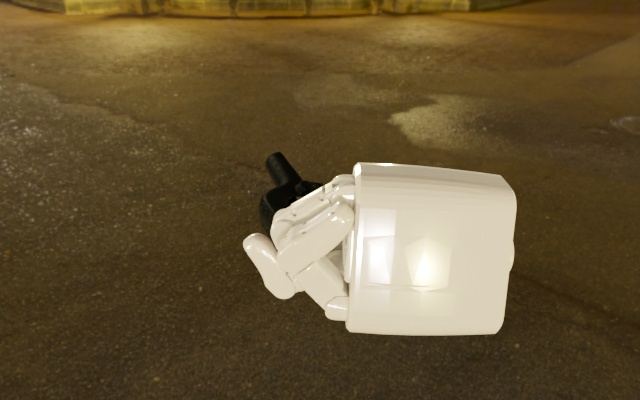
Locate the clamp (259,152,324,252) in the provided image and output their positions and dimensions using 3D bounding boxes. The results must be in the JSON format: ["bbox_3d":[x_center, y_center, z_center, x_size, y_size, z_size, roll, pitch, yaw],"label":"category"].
[{"bbox_3d":[0.000,0.001,0.441,0.120,0.039,0.171,5,28,-1],"label":"clamp"}]
